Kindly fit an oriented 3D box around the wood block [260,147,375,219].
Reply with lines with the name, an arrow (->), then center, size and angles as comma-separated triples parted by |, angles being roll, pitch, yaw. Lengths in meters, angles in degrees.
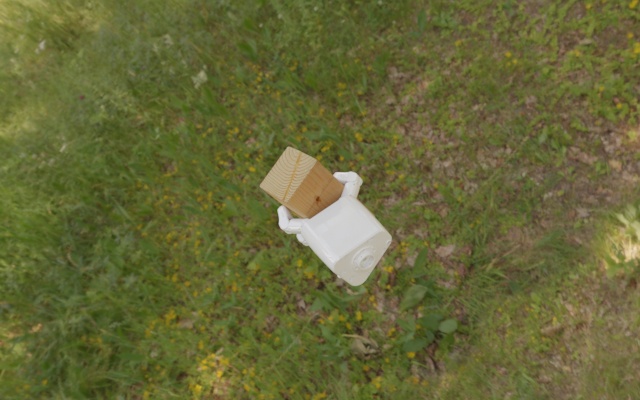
wood block -> 0.000, 0.003, 0.881 | 0.090, 0.091, 0.206 | 29, -9, 46
